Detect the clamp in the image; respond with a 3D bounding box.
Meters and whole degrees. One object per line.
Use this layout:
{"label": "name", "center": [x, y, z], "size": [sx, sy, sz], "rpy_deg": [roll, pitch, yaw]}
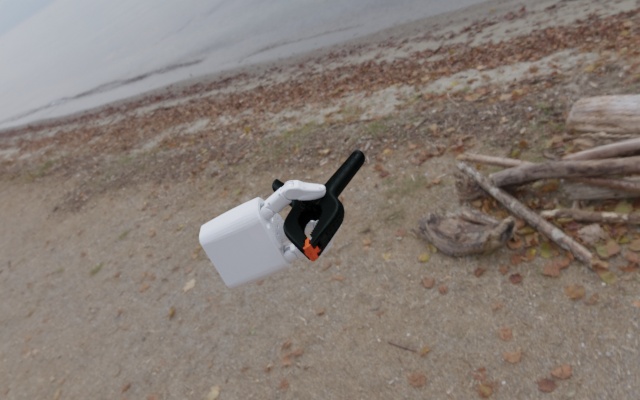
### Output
{"label": "clamp", "center": [0.000, 0.002, 0.714], "size": [0.164, 0.036, 0.209], "rpy_deg": [-24, 34, 12]}
